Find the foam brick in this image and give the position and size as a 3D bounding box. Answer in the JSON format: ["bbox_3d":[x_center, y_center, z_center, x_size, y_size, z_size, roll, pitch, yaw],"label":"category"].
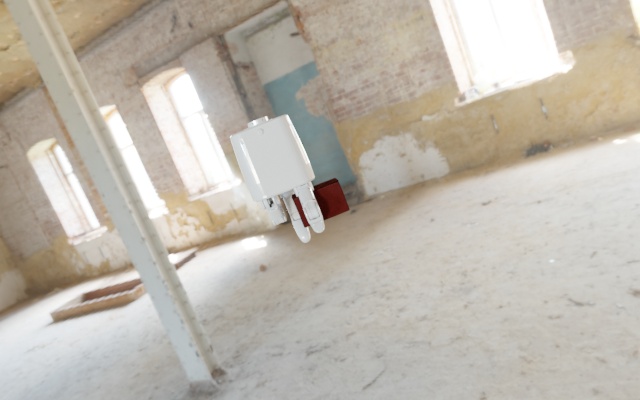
[{"bbox_3d":[0.000,0.002,0.750,0.078,0.051,0.053,-21,7,-1],"label":"foam brick"}]
